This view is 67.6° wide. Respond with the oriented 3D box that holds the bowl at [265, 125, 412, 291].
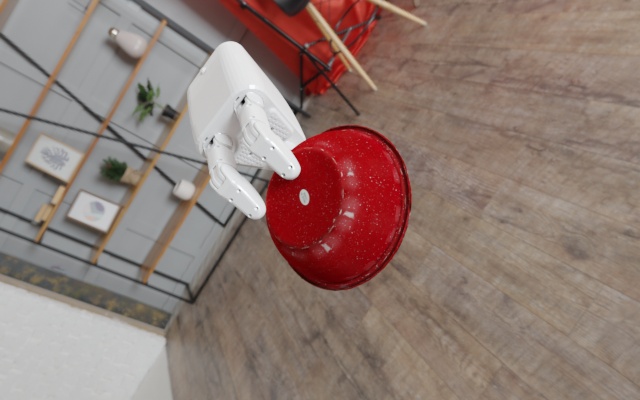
[{"bbox_3d":[0.001,0.002,0.441,0.162,0.162,0.055,0,-9,39],"label":"bowl"}]
